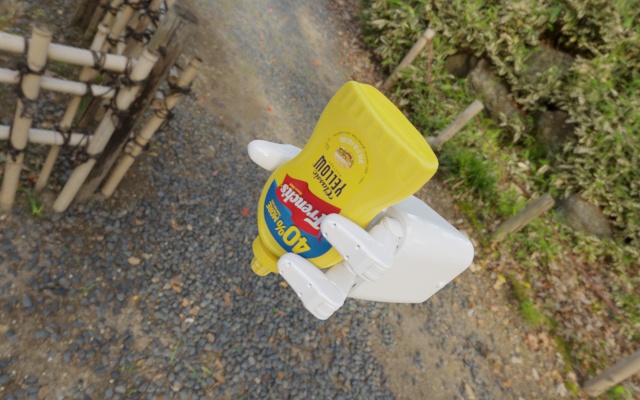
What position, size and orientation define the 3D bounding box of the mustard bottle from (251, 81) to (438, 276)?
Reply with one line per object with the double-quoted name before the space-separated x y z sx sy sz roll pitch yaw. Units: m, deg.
"mustard bottle" 0.000 0.001 0.402 0.192 0.096 0.058 -47 -20 28
